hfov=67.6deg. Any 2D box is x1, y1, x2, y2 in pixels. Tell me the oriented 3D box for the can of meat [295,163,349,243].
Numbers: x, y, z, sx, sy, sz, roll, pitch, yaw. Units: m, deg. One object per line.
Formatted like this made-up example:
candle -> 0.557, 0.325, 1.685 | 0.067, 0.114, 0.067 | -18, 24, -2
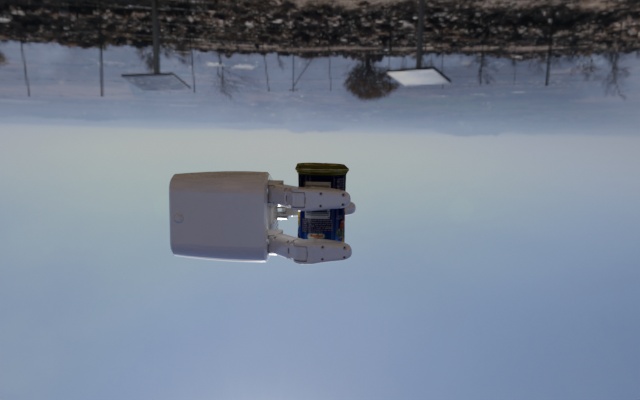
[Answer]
can of meat -> 0.000, 0.002, 0.543 | 0.057, 0.084, 0.102 | 1, 8, -2
